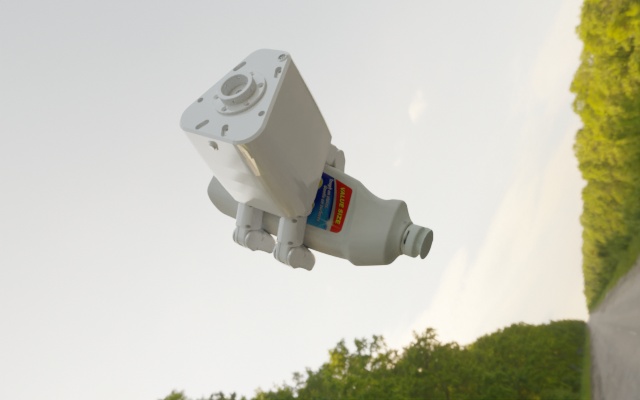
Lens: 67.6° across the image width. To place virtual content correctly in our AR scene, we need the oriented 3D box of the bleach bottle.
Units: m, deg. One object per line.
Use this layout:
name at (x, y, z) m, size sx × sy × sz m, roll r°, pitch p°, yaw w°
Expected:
bleach bottle at (0.000, 0.002, 0.504) m, size 0.251 × 0.102 × 0.068 m, roll 17°, pitch -25°, yaw 32°
